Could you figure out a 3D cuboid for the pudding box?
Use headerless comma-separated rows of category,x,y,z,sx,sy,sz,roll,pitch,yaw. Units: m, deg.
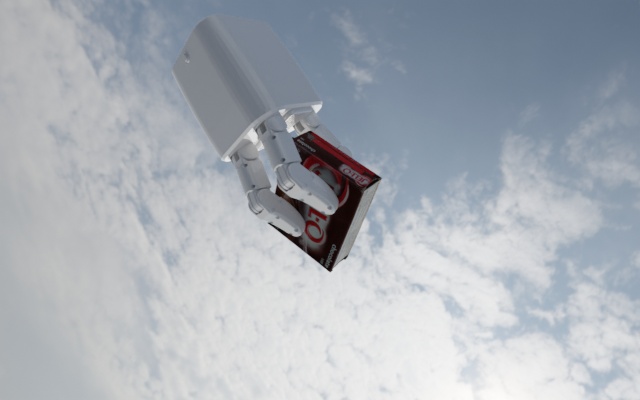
pudding box,0.000,0.001,0.472,0.090,0.114,0.039,36,44,22
